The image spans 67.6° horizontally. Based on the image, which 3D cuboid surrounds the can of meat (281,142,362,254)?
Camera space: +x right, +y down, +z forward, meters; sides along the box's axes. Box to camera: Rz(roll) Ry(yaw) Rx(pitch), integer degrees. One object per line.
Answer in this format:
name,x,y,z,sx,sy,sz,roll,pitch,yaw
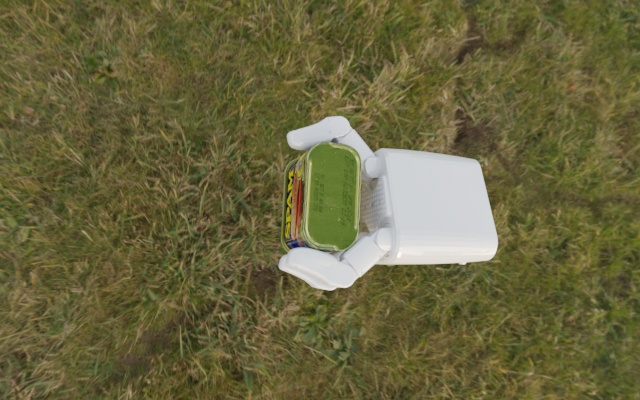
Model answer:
can of meat,0.000,0.001,0.453,0.057,0.102,0.084,5,-9,-16
